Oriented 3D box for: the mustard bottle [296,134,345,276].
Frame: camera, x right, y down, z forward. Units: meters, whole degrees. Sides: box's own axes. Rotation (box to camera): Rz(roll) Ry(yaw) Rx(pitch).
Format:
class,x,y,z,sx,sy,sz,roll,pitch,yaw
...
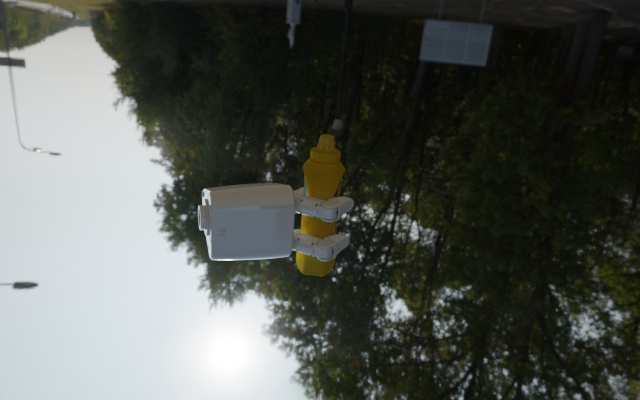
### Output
class,x,y,z,sx,sy,sz,roll,pitch,yaw
mustard bottle,0.000,0.002,0.673,0.058,0.192,0.096,6,21,4
